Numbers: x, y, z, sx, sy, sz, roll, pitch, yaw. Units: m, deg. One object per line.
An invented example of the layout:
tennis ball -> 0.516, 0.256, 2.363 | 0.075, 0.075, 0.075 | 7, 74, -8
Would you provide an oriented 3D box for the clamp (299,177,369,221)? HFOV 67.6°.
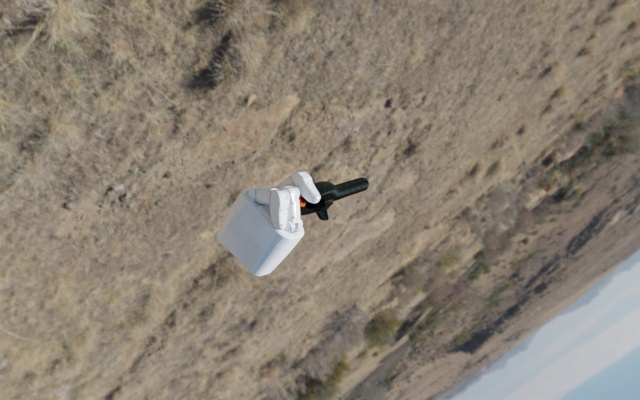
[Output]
clamp -> 0.000, 0.003, 0.834 | 0.171, 0.039, 0.120 | -4, -38, -49
